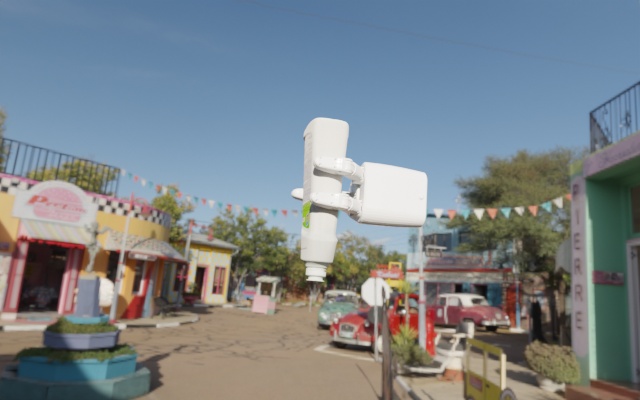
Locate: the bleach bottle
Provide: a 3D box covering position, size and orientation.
[{"bbox_3d":[0.000,0.002,0.763,0.068,0.250,0.102,7,-11,-10],"label":"bleach bottle"}]
